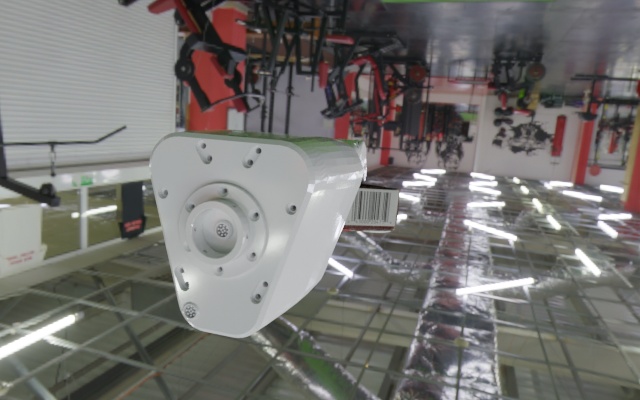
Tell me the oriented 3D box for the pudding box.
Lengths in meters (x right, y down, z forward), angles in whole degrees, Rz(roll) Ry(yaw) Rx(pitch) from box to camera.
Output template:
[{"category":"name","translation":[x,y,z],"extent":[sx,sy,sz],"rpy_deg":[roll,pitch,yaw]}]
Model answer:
[{"category":"pudding box","translation":[0.000,0.002,0.417],"extent":[0.113,0.039,0.090],"rpy_deg":[5,5,-13]}]
